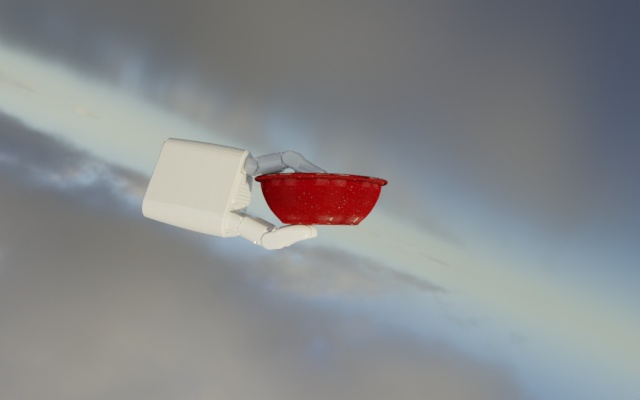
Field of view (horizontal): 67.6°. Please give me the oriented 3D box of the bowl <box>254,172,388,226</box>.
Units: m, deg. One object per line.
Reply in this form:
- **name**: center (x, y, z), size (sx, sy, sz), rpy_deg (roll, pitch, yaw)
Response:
- **bowl**: center (0.001, 0.002, 0.576), size (0.162, 0.055, 0.162), rpy_deg (1, -3, 0)
